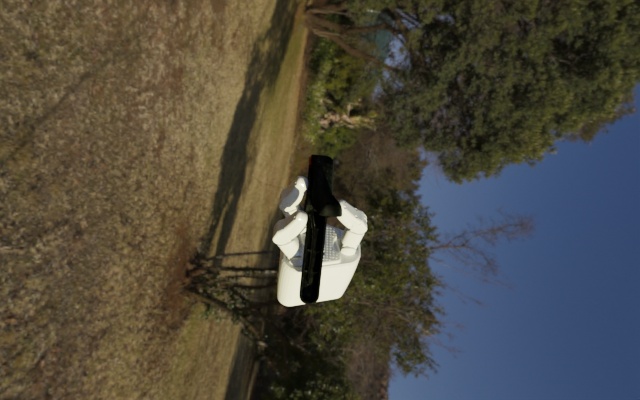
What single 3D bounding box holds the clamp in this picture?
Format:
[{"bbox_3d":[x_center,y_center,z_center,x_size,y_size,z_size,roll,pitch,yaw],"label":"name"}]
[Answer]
[{"bbox_3d":[0.001,0.002,0.608,0.036,0.209,0.165,8,-42,-7],"label":"clamp"}]
